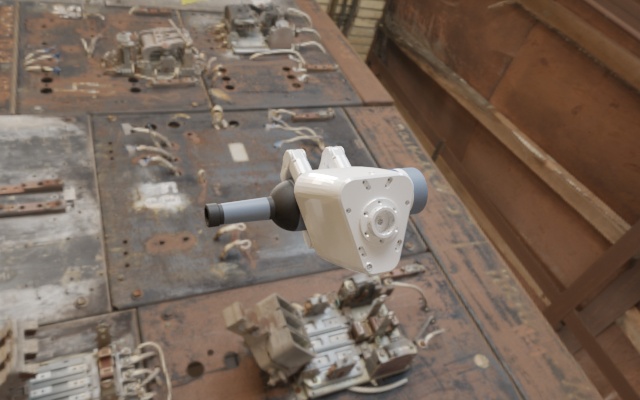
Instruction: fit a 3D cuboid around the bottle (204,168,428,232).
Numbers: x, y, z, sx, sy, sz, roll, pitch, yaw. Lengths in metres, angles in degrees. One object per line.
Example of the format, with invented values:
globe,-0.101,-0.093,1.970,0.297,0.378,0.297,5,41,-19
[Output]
bottle,0.000,0.002,0.617,0.295,0.069,0.069,-7,3,-25
